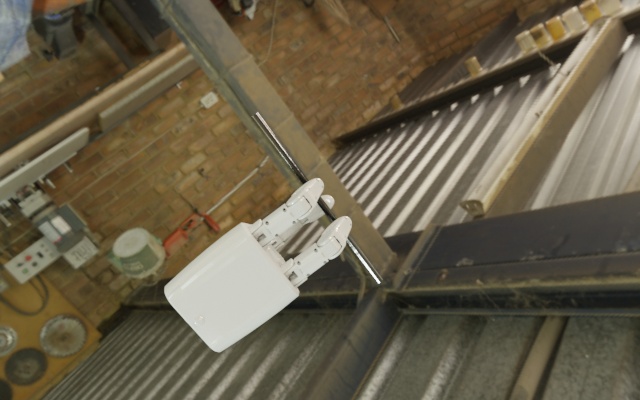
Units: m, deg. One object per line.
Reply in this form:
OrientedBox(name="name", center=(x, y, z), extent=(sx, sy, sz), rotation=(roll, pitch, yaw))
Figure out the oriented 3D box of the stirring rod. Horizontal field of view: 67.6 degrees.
OrientedBox(name="stirring rod", center=(0.000, 0.002, 0.537), extent=(0.011, 0.239, 0.011), rotation=(-35, 14, 10))
